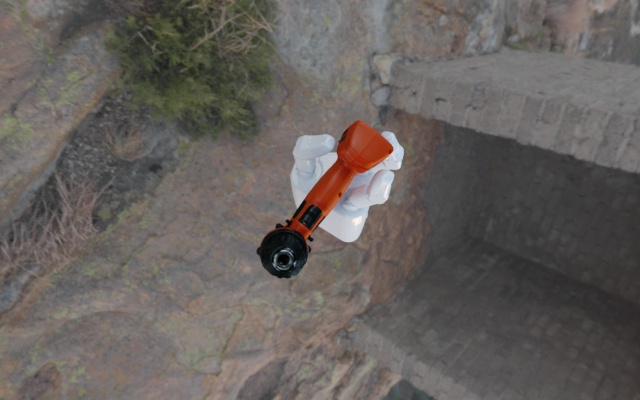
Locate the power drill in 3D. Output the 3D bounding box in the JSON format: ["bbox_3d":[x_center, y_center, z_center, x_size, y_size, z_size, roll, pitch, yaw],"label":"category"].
[{"bbox_3d":[0.000,0.001,0.529,0.057,0.187,0.184,40,-4,-5],"label":"power drill"}]
